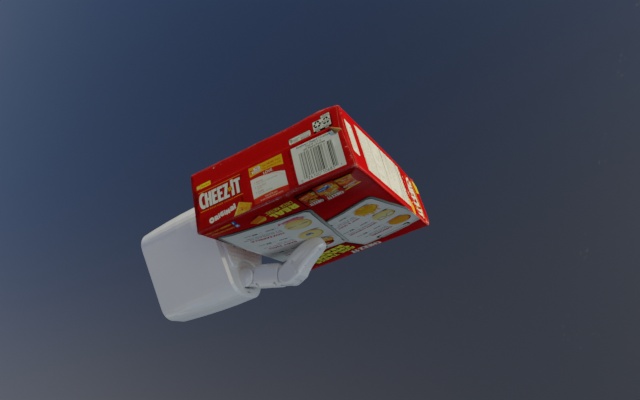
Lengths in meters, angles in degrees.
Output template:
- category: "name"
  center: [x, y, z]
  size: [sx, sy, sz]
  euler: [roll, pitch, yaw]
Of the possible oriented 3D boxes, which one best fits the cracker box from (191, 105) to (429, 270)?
- category: "cracker box"
  center: [0.000, 0.002, 0.500]
  size: [0.164, 0.072, 0.214]
  euler: [-23, -25, 21]
